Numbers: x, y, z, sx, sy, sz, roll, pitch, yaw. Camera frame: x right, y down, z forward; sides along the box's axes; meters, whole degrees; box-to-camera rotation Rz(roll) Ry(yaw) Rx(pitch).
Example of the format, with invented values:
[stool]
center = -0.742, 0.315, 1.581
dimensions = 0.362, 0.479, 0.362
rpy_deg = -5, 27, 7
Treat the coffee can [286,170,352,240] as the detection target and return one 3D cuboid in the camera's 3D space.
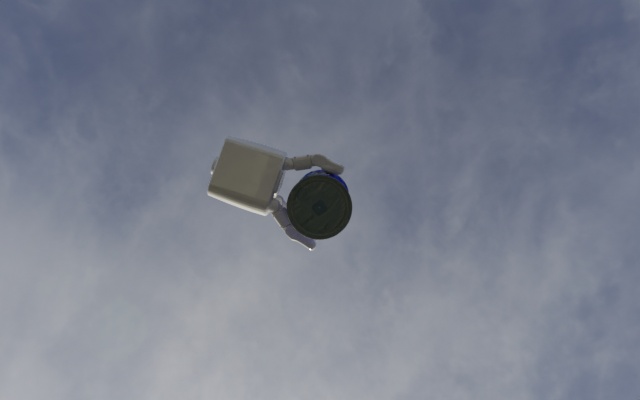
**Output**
[coffee can]
center = 0.000, 0.003, 0.809
dimensions = 0.103, 0.103, 0.140
rpy_deg = 0, 7, 2
